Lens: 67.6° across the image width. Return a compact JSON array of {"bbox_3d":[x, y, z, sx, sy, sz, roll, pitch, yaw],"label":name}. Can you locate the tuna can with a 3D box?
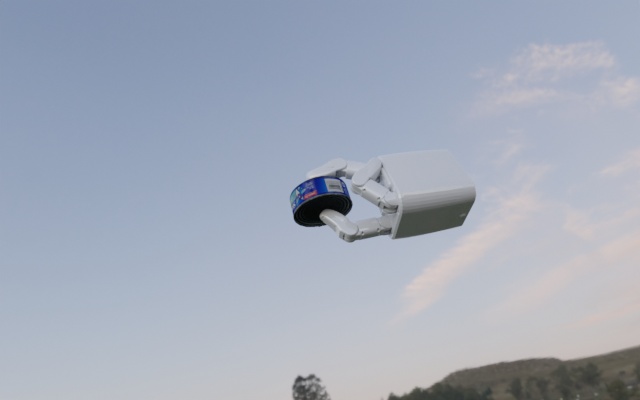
[{"bbox_3d":[0.000,0.002,0.676,0.086,0.033,0.086,-12,-30,-7],"label":"tuna can"}]
